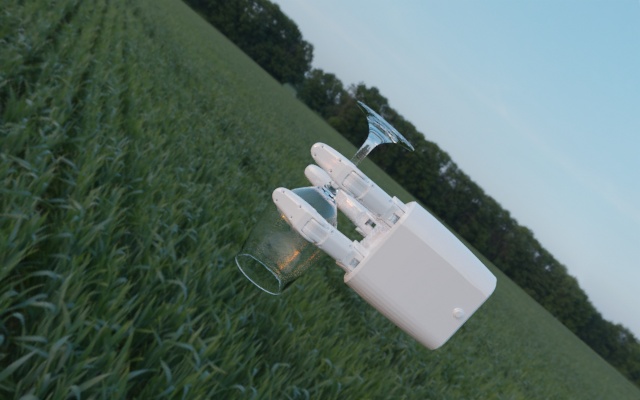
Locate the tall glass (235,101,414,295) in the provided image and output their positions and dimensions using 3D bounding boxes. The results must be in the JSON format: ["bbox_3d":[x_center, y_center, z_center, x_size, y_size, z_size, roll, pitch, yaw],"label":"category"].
[{"bbox_3d":[0.000,0.001,0.483,0.079,0.201,0.079,40,8,-6],"label":"tall glass"}]
